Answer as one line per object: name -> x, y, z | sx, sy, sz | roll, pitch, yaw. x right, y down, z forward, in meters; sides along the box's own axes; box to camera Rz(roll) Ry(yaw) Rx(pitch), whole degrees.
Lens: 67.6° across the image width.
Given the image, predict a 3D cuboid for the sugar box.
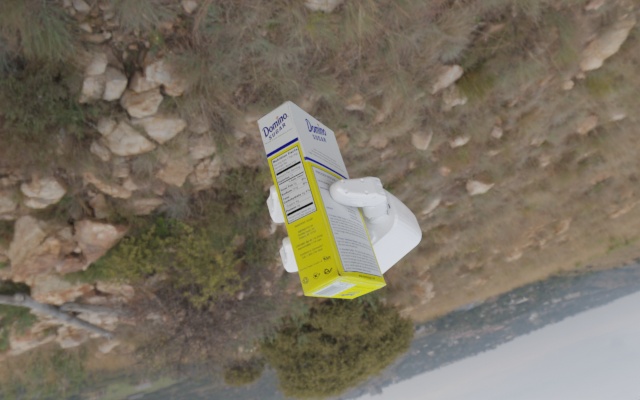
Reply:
sugar box -> 0.000, 0.002, 0.453 | 0.048, 0.176, 0.093 | -29, -25, 21
